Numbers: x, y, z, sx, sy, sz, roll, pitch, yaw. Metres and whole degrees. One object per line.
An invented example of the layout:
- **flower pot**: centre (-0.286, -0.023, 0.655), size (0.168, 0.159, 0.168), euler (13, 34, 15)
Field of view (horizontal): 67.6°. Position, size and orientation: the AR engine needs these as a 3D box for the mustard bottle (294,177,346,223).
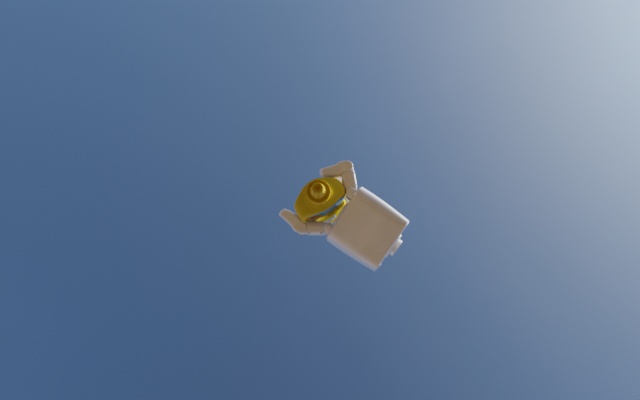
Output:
- **mustard bottle**: centre (0.000, 0.003, 0.861), size (0.096, 0.058, 0.192), euler (-30, -13, -4)
